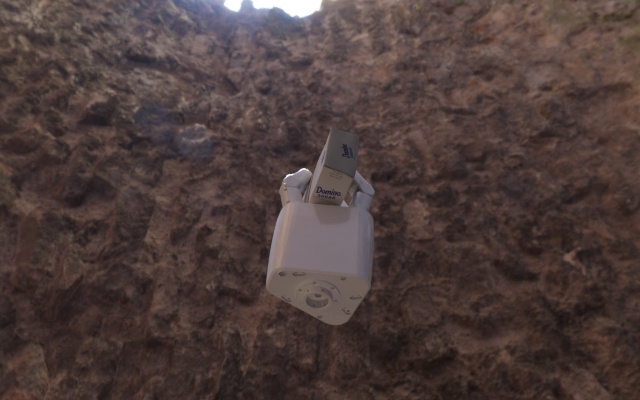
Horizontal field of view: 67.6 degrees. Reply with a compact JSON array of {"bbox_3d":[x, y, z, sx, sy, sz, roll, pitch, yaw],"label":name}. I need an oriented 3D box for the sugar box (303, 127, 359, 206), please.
[{"bbox_3d":[0.001,0.002,0.630,0.048,0.176,0.093,21,39,-8],"label":"sugar box"}]
